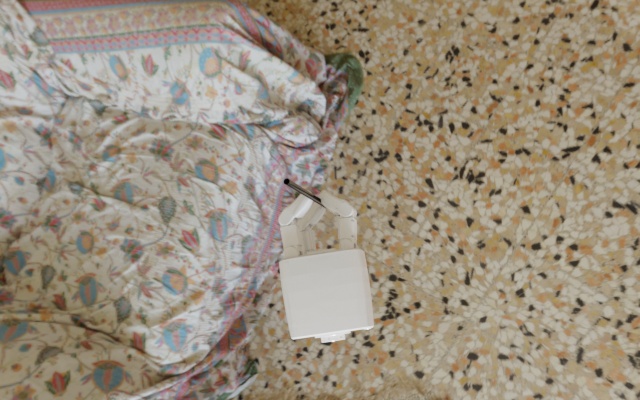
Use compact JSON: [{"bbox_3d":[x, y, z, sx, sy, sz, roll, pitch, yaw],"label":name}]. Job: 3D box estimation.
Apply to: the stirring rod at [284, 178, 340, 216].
[{"bbox_3d":[0.000,0.002,0.684,0.011,0.011,0.239,0,-12,20],"label":"stirring rod"}]
